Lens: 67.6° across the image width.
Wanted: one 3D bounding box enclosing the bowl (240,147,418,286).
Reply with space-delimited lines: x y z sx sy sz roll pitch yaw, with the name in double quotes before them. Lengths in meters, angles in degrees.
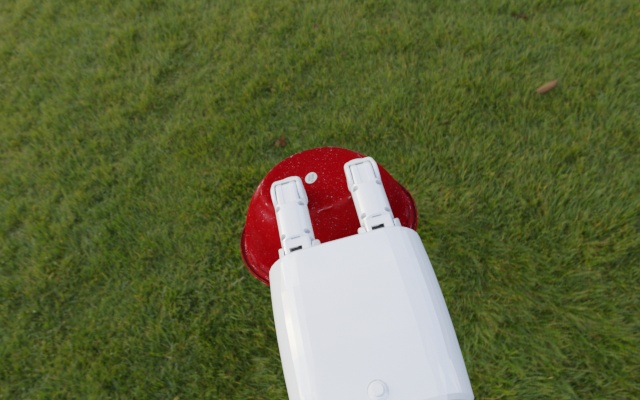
"bowl" -0.001 0.000 0.415 0.162 0.055 0.162 -10 38 8
